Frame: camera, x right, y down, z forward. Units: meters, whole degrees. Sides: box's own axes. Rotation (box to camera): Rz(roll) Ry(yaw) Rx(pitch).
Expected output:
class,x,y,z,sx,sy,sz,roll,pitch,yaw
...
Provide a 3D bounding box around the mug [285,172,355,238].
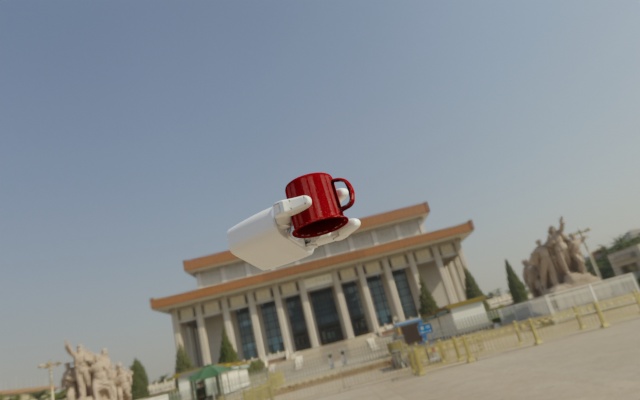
class,x,y,z,sx,sy,sz,roll,pitch,yaw
mug,0.001,0.002,0.763,0.117,0.081,0.093,-24,-20,24
